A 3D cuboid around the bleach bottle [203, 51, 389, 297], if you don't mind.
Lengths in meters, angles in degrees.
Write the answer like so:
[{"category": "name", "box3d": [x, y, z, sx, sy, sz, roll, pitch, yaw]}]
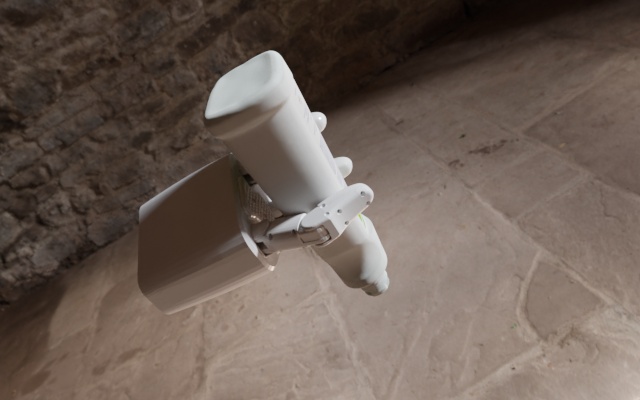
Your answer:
[{"category": "bleach bottle", "box3d": [0.000, 0.001, 0.417, 0.068, 0.251, 0.102, -26, 32, 11]}]
